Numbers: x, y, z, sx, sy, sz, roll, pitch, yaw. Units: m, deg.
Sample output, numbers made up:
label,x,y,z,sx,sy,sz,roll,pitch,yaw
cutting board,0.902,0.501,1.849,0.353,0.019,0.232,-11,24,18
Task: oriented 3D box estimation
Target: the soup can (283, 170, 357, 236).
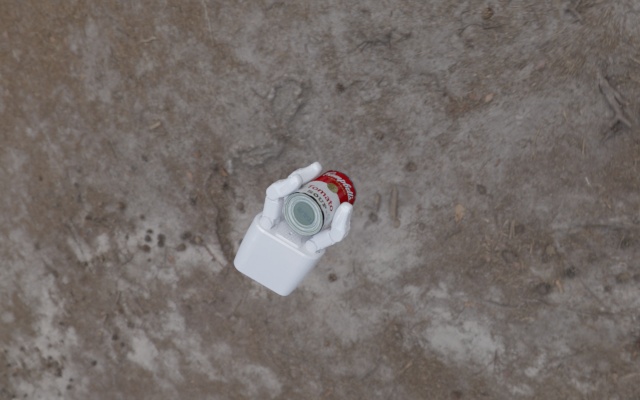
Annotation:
label,x,y,z,sx,sy,sz,roll,pitch,yaw
soup can,0.000,0.002,0.698,0.068,0.068,0.102,0,20,32
